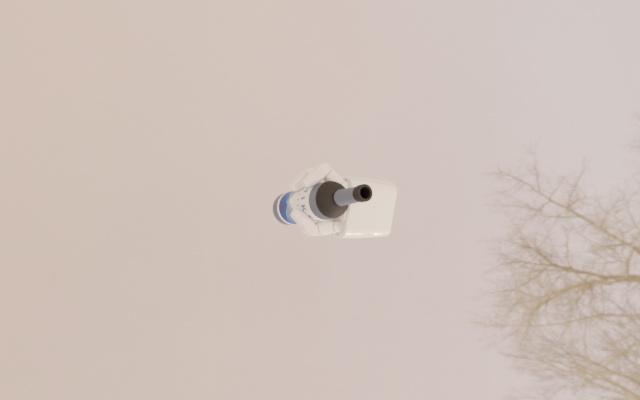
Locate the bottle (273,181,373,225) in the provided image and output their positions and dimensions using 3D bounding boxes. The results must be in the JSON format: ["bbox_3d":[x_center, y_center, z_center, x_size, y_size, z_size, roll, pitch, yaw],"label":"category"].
[{"bbox_3d":[0.000,0.003,0.859,0.069,0.069,0.296,0,-6,-28],"label":"bottle"}]
